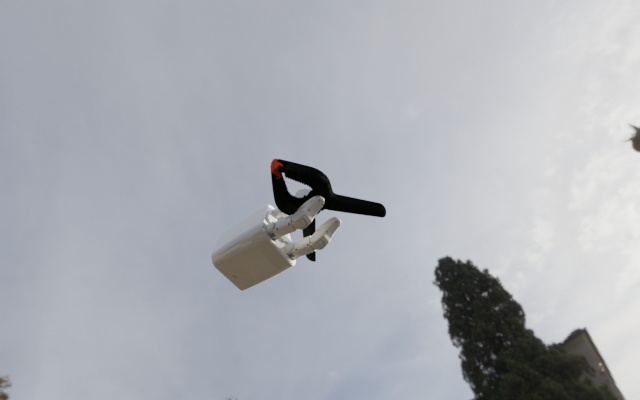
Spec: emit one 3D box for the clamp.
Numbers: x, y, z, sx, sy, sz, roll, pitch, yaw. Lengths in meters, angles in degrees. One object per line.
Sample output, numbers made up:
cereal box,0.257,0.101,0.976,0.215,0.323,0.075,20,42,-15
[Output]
clamp,0.000,0.002,0.776,0.164,0.210,0.036,-29,36,12
